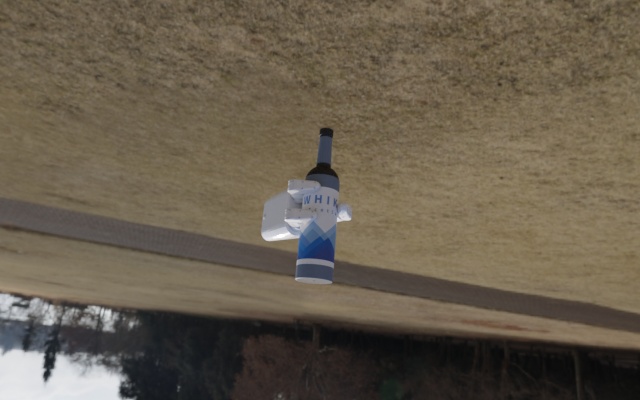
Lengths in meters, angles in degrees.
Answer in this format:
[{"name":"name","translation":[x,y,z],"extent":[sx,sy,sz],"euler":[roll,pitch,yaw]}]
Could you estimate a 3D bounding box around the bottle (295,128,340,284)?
[{"name":"bottle","translation":[0.000,0.003,0.887],"extent":[0.069,0.295,0.069],"euler":[4,-18,1]}]
